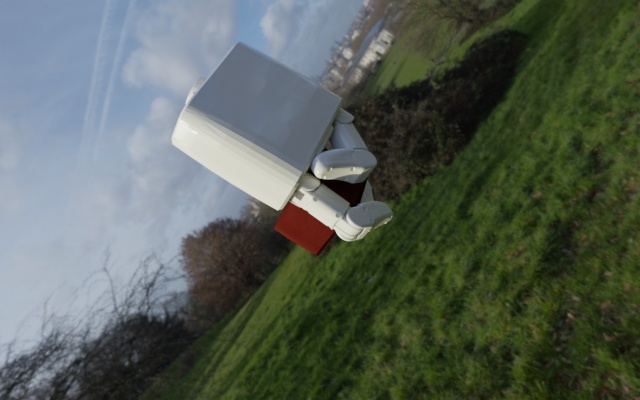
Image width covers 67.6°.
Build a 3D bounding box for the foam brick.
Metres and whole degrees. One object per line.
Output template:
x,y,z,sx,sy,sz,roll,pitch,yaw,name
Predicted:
0.000,0.002,0.443,0.051,0.078,0.053,30,40,-7,foam brick
